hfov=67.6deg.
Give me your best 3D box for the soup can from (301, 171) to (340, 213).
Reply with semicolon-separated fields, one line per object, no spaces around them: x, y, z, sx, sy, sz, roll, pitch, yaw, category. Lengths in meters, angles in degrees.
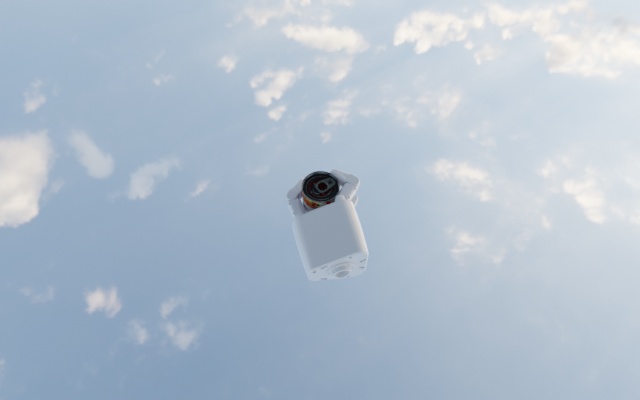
0.000;0.003;0.883;0.068;0.068;0.102;0;-34;0;soup can
